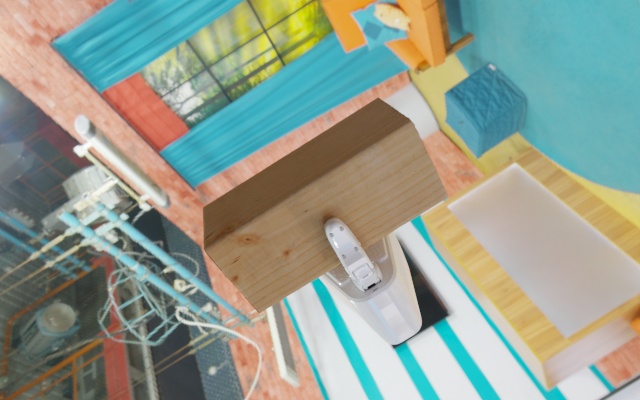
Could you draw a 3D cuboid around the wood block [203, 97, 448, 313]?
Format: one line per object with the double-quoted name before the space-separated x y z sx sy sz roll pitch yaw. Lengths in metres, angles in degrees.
"wood block" 0.000 0.002 0.456 0.206 0.090 0.090 -32 29 2
